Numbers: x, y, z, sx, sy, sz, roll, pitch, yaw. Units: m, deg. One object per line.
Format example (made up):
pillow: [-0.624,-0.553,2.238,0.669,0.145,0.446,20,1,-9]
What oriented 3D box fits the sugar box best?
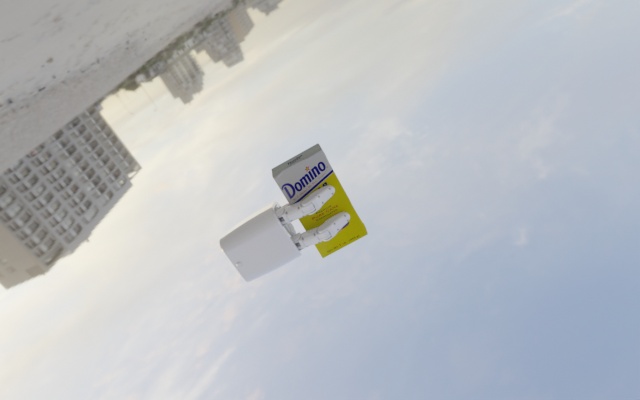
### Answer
sugar box: [0.000,0.003,0.806,0.093,0.176,0.048,-29,25,4]
